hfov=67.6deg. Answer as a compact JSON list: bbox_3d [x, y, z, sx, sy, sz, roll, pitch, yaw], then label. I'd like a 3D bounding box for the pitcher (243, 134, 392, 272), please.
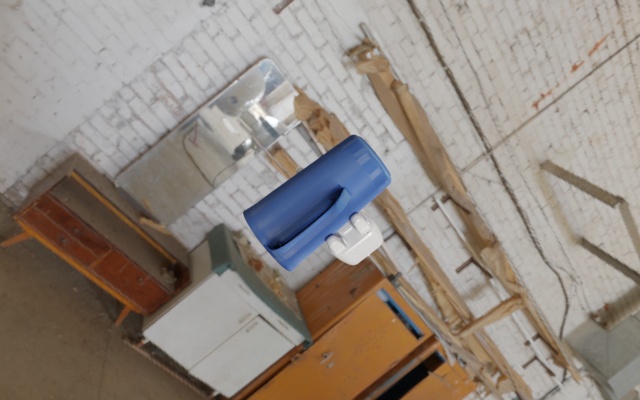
[{"bbox_3d":[0.000,0.003,0.811,0.243,0.149,0.145,-39,-29,2],"label":"pitcher"}]
